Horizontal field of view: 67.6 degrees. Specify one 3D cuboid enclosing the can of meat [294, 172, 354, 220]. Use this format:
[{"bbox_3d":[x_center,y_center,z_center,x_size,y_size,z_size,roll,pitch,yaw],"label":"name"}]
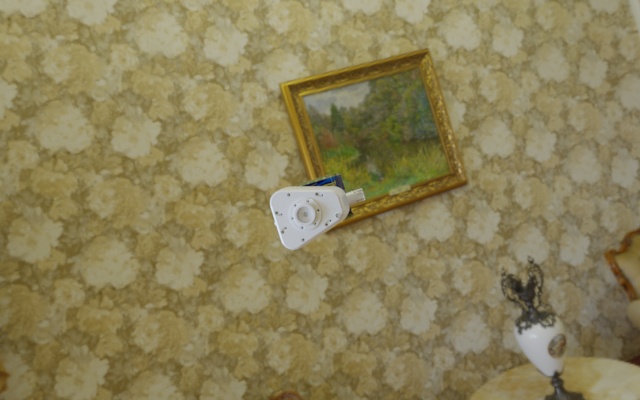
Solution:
[{"bbox_3d":[0.000,0.002,0.861,0.102,0.084,0.057,-17,1,10],"label":"can of meat"}]
